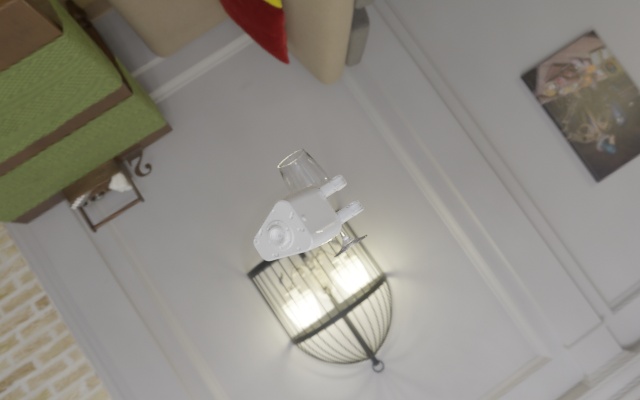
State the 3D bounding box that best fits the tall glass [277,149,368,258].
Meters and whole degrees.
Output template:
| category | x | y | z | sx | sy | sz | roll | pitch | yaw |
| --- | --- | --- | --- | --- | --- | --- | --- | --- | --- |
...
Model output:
| category | x | y | z | sx | sy | sz | roll | pitch | yaw |
| --- | --- | --- | --- | --- | --- | --- | --- | --- | --- |
| tall glass | 0.001 | 0.003 | 0.885 | 0.079 | 0.201 | 0.079 | -34 | -5 | -3 |
